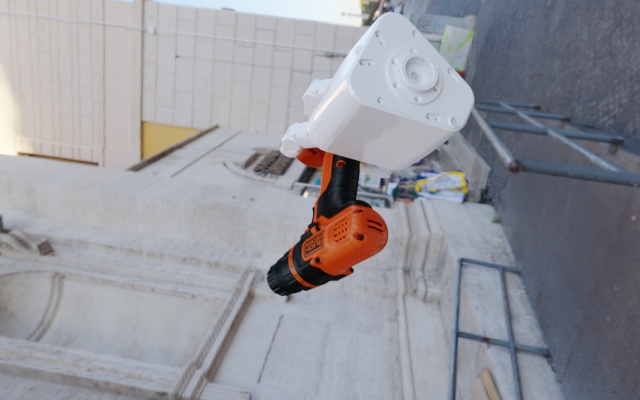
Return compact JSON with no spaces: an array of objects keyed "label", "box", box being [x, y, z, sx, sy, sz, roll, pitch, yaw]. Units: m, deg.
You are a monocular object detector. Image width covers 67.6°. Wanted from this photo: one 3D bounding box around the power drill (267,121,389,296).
[{"label":"power drill","box":[0.000,0.001,0.526,0.057,0.187,0.184,19,-34,-31]}]
